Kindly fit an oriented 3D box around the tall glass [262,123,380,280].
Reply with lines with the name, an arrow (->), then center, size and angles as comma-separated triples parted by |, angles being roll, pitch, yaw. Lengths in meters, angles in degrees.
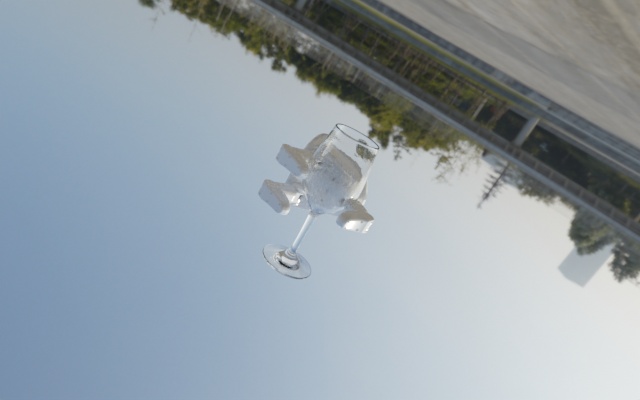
tall glass -> 0.000, 0.003, 0.621 | 0.079, 0.201, 0.079 | 26, 20, -10
